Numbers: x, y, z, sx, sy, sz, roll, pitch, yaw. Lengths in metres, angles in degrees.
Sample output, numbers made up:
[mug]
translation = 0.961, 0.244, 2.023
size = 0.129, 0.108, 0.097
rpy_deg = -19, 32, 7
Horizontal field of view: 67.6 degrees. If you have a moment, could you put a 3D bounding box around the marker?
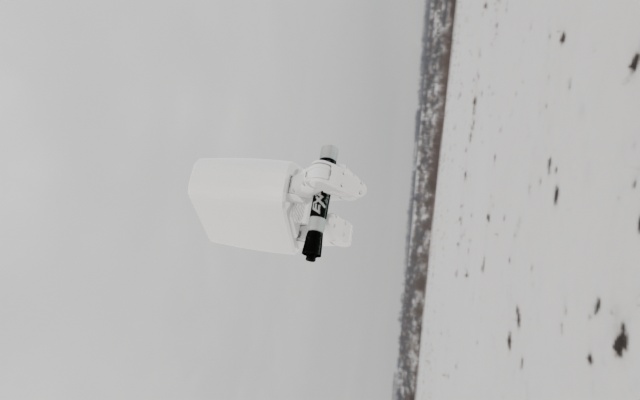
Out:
[marker]
translation = 0.000, 0.002, 0.470
size = 0.020, 0.121, 0.020
rpy_deg = 9, -22, 3
